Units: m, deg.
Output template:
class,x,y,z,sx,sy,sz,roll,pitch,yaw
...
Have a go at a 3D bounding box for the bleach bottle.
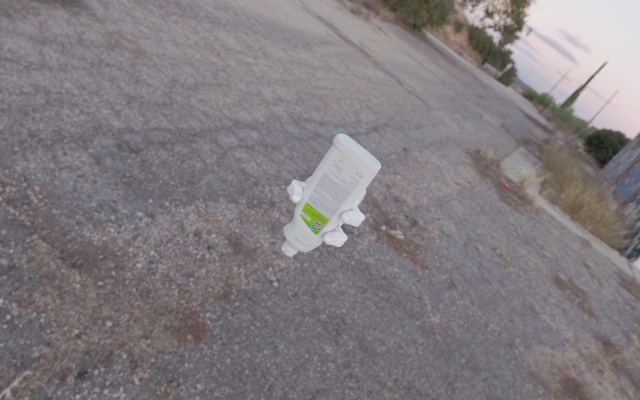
class,x,y,z,sx,sy,sz,roll,pitch,yaw
bleach bottle,0.000,0.003,0.898,0.102,0.251,0.068,40,21,5
